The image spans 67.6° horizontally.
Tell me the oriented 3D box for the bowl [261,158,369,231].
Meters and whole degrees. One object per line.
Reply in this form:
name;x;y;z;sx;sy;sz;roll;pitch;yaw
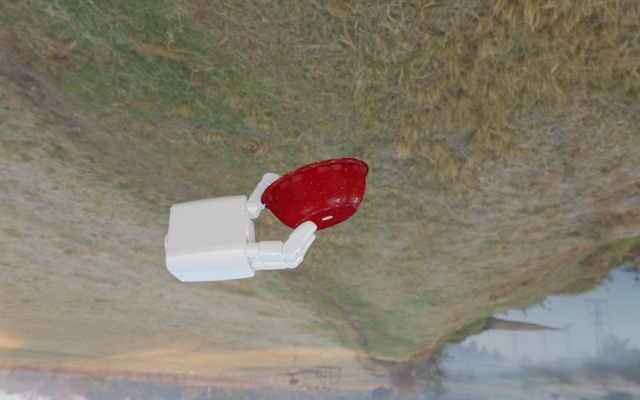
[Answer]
bowl;0.001;0.002;0.674;0.162;0.055;0.162;-17;-19;-6
